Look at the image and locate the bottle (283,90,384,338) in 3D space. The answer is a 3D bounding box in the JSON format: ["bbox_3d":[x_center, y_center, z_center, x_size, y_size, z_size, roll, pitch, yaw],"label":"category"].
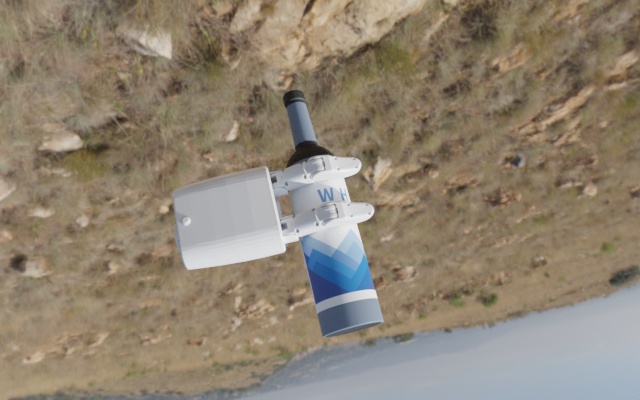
[{"bbox_3d":[0.000,0.002,0.551,0.069,0.295,0.069,-13,-20,-5],"label":"bottle"}]
